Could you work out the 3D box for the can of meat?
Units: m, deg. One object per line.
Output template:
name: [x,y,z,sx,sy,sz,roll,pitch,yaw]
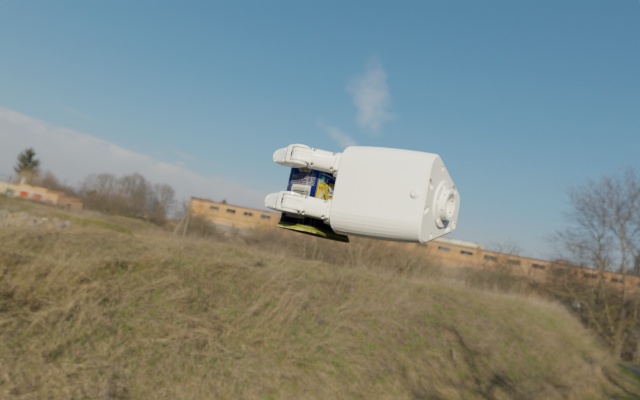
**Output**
can of meat: [0.000,0.002,0.590,0.057,0.084,0.102,7,-8,38]
